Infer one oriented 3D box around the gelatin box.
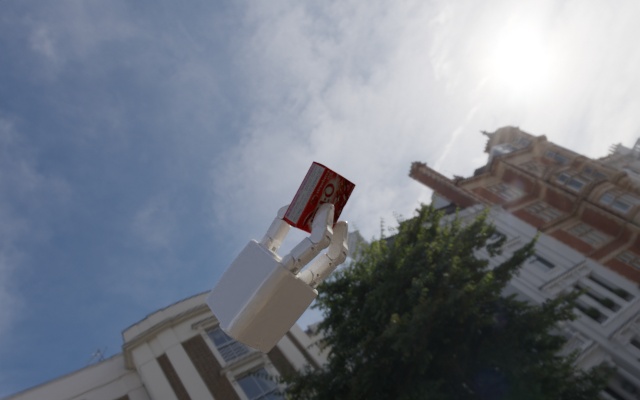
[{"bbox_3d":[0.000,0.002,0.637,0.030,0.089,0.073,28,1,40],"label":"gelatin box"}]
